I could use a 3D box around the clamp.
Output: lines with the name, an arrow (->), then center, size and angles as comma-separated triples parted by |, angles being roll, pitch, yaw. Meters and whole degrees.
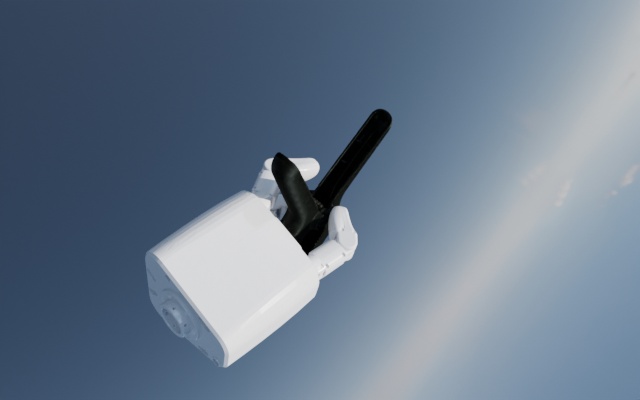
clamp -> 0.000, 0.003, 0.504 | 0.036, 0.210, 0.164 | 40, 50, 21
